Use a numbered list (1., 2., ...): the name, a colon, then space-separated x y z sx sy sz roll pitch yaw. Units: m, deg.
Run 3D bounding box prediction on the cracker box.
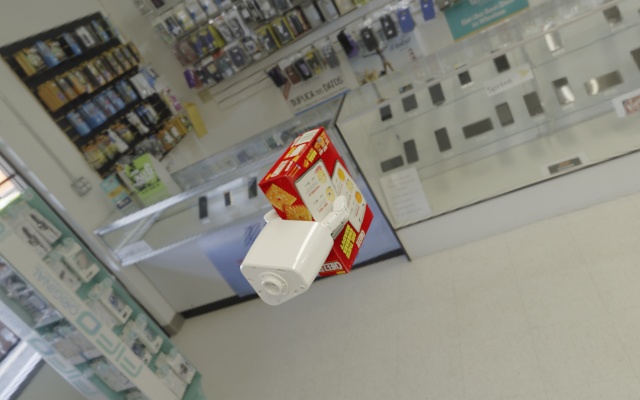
1. cracker box: 0.000 0.003 0.855 0.072 0.214 0.164 -14 29 34
